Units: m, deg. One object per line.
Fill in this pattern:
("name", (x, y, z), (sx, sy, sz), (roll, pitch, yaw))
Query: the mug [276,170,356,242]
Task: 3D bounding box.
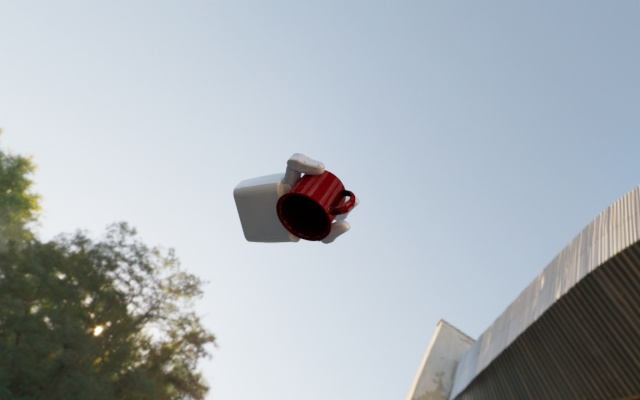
("mug", (0.001, 0.002, 0.743), (0.117, 0.093, 0.081), (-5, 33, 32))
